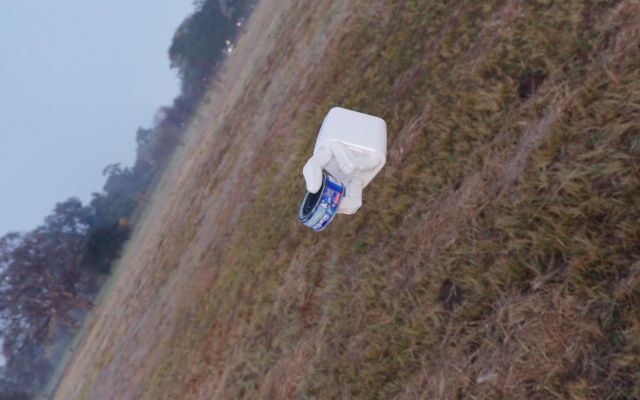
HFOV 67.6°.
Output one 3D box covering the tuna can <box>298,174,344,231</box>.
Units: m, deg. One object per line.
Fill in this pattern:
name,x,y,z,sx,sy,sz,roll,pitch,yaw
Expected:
tuna can,0.000,0.002,0.739,0.034,0.086,0.086,27,-9,-17
